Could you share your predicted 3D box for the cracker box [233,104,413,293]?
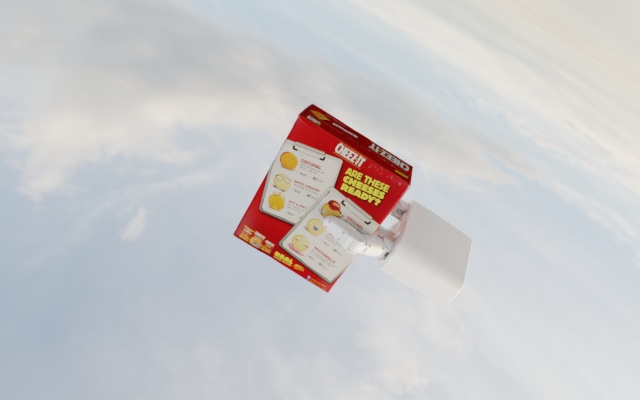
[{"bbox_3d":[0.000,0.002,0.658,0.164,0.214,0.072,32,30,-2],"label":"cracker box"}]
